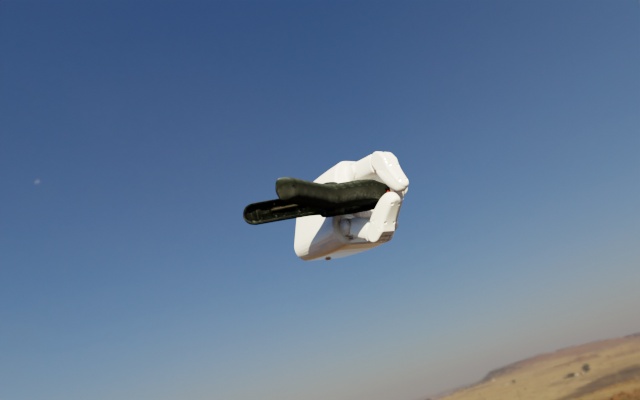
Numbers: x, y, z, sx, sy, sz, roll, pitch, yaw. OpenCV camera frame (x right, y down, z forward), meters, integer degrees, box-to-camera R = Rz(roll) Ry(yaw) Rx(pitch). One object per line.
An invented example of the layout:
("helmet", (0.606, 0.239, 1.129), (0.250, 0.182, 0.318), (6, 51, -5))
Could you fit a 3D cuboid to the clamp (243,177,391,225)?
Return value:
("clamp", (0.000, 0.001, 0.534), (0.171, 0.039, 0.120), (2, -10, -35))
